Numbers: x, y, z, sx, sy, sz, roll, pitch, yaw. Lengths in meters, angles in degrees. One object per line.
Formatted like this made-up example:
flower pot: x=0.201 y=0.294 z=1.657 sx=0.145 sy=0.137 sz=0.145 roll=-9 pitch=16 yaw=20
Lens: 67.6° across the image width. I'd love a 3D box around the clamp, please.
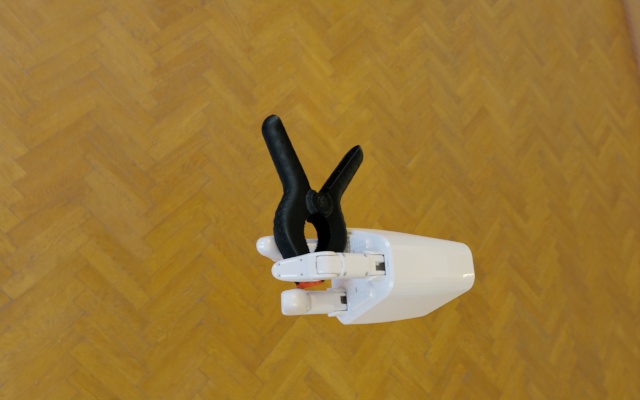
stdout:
clamp: x=0.000 y=0.002 z=0.479 sx=0.120 sy=0.171 sz=0.039 roll=4 pitch=-16 yaw=-28
